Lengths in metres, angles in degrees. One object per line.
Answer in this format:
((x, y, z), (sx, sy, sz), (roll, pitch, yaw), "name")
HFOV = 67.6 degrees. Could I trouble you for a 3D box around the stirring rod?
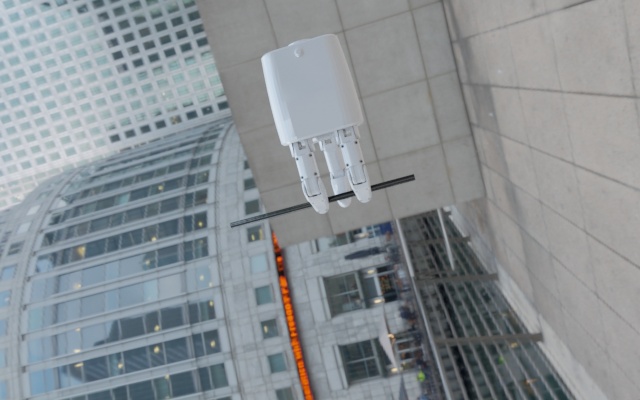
((0.000, 0.002, 0.601), (0.239, 0.011, 0.011), (-15, -2, 8), "stirring rod")
